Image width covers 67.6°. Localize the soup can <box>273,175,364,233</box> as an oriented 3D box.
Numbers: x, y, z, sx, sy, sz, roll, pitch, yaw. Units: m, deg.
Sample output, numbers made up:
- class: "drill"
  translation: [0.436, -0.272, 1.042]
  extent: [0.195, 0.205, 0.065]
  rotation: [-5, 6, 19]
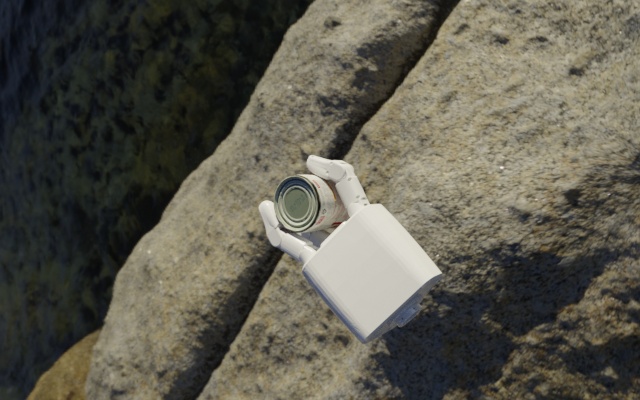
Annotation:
- class: "soup can"
  translation: [0.000, 0.001, 0.582]
  extent: [0.068, 0.068, 0.102]
  rotation: [0, 3, 35]
